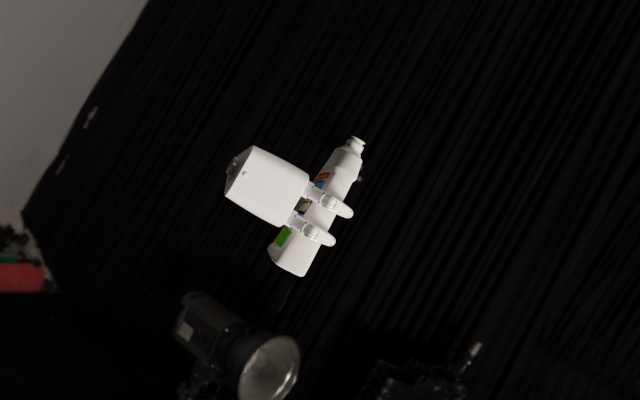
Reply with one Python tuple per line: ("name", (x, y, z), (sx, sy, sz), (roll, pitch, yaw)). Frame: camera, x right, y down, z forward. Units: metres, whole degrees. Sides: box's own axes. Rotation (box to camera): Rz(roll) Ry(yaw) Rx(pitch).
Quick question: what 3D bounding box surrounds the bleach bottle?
("bleach bottle", (0.000, 0.003, 0.831), (0.068, 0.251, 0.102), (29, 1, -17))
